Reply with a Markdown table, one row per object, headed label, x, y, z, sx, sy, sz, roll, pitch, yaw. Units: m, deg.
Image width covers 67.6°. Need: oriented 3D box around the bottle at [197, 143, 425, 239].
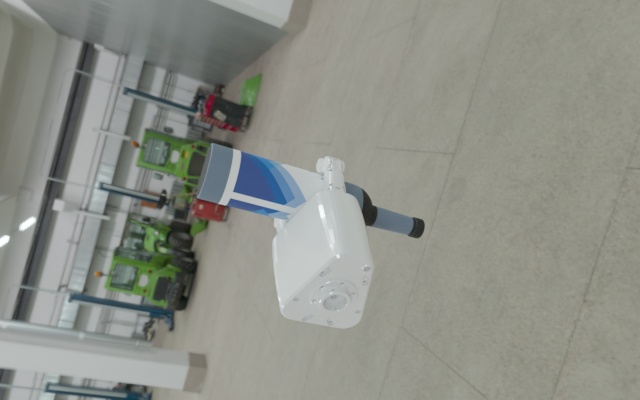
| label | x | y | z | sx | sy | sz | roll | pitch | yaw |
| --- | --- | --- | --- | --- | --- | --- | --- | --- | --- |
| bottle | 0.000 | 0.002 | 0.599 | 0.296 | 0.069 | 0.069 | 15 | -5 | -19 |
